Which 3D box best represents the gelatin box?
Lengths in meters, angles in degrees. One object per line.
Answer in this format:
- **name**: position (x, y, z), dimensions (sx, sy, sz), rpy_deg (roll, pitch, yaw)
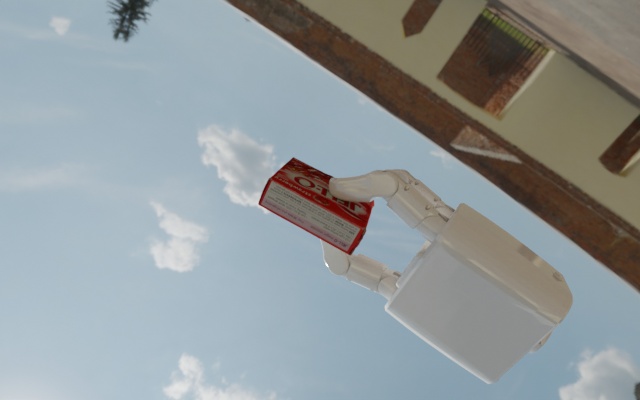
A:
- **gelatin box**: position (0.000, 0.002, 0.413), dimensions (0.089, 0.030, 0.073), rpy_deg (28, 22, 2)
